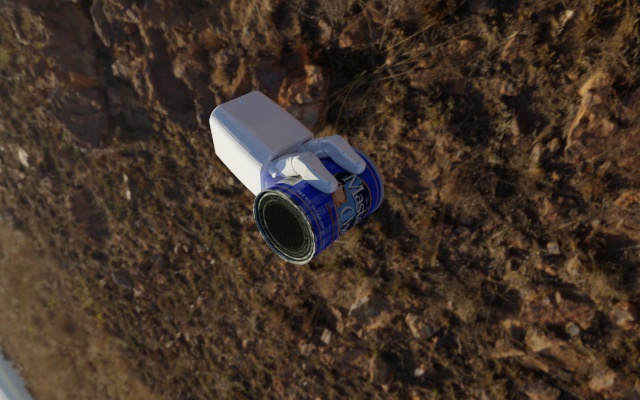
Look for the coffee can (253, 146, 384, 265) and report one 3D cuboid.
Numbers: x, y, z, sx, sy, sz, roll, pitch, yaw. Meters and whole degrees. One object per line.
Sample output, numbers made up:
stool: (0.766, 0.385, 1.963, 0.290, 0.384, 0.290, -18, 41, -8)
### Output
coffee can: (0.000, 0.002, 0.612, 0.103, 0.103, 0.140, 0, 26, 46)
